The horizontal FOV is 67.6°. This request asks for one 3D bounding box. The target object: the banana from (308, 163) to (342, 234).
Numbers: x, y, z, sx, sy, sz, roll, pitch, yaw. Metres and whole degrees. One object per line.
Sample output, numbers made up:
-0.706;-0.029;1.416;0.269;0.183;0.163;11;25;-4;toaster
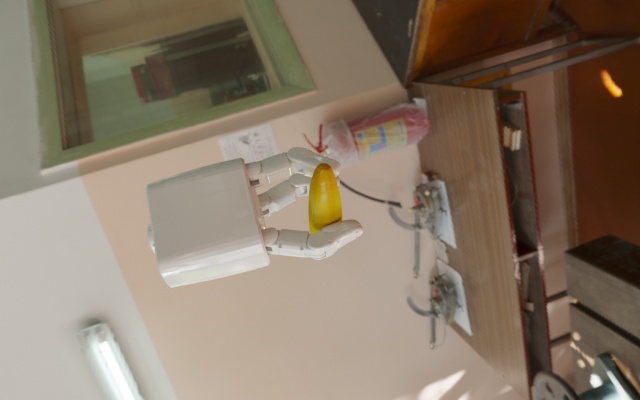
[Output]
0.004;0.020;0.543;0.037;0.069;0.198;-10;-14;-2;banana
